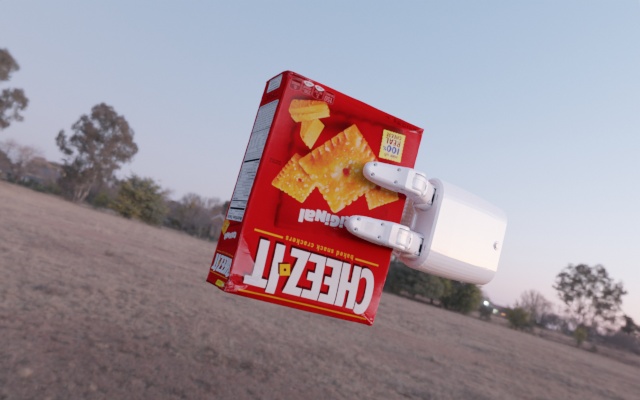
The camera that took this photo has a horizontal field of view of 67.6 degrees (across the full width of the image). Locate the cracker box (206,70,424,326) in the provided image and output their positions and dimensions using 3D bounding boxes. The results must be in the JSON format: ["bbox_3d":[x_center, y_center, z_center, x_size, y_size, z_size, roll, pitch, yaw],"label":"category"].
[{"bbox_3d":[0.000,0.001,0.481,0.164,0.213,0.072,19,-8,-25],"label":"cracker box"}]
